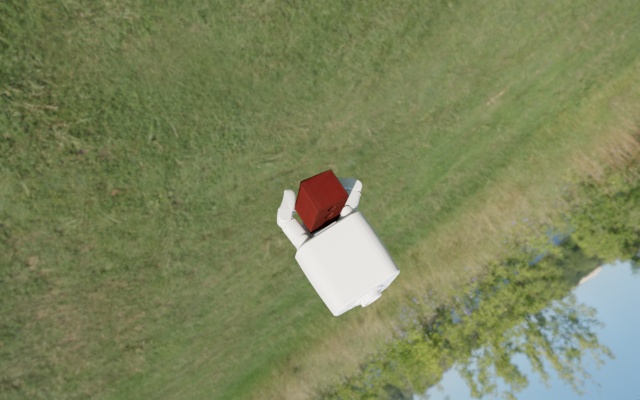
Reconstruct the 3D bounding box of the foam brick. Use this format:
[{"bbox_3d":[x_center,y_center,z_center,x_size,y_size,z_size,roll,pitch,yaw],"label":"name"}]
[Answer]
[{"bbox_3d":[0.000,0.002,0.691,0.053,0.051,0.078,-24,-22,-21],"label":"foam brick"}]
